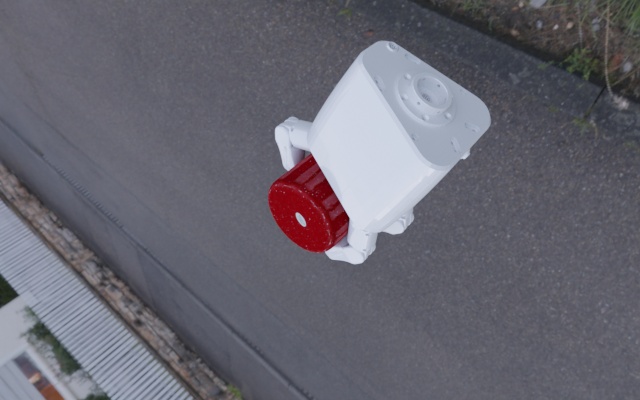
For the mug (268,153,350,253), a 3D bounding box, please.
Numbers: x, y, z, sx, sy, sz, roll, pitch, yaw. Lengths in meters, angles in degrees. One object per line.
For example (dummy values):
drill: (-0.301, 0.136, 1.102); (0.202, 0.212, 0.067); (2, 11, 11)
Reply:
mug: (-0.001, 0.002, 0.471); (0.081, 0.093, 0.117); (-41, -7, -34)
